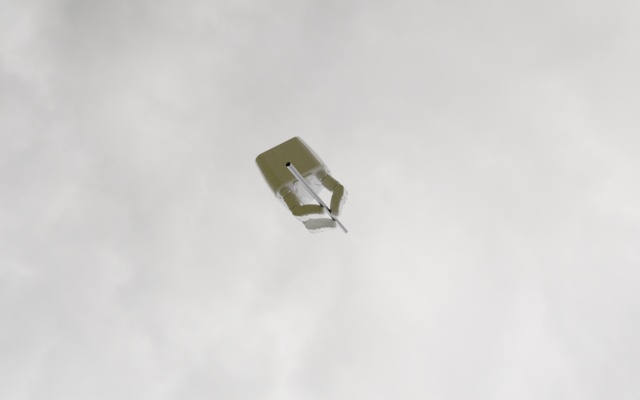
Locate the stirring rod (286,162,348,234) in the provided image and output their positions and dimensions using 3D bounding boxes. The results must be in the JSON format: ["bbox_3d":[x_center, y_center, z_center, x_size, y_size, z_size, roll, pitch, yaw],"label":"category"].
[{"bbox_3d":[0.000,0.002,0.801,0.011,0.011,0.240,0,-28,27],"label":"stirring rod"}]
